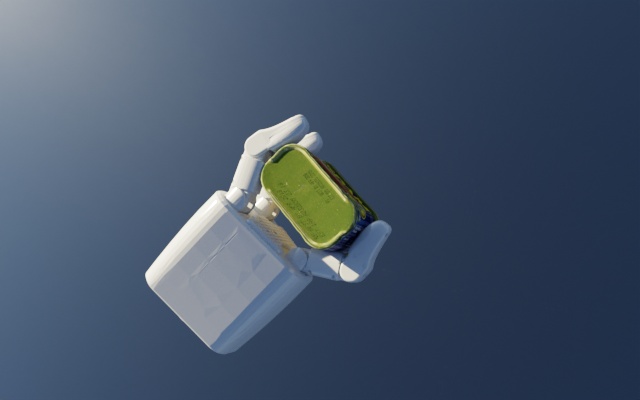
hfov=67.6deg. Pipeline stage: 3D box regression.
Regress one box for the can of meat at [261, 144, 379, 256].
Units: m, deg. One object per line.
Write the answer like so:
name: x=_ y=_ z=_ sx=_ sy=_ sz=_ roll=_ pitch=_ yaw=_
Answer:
can of meat: x=0.000 y=0.001 z=0.439 sx=0.057 sy=0.102 sz=0.084 roll=-43 pitch=-18 yaw=8
